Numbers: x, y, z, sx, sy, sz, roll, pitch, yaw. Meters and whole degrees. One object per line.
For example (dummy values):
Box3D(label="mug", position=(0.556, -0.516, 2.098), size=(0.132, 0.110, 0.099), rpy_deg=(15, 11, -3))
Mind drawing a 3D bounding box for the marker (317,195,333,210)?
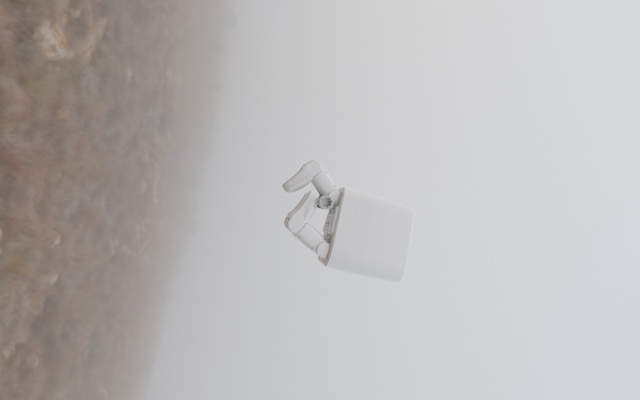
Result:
Box3D(label="marker", position=(0.000, 0.002, 0.665), size=(0.020, 0.020, 0.121), rpy_deg=(0, 0, -7))
